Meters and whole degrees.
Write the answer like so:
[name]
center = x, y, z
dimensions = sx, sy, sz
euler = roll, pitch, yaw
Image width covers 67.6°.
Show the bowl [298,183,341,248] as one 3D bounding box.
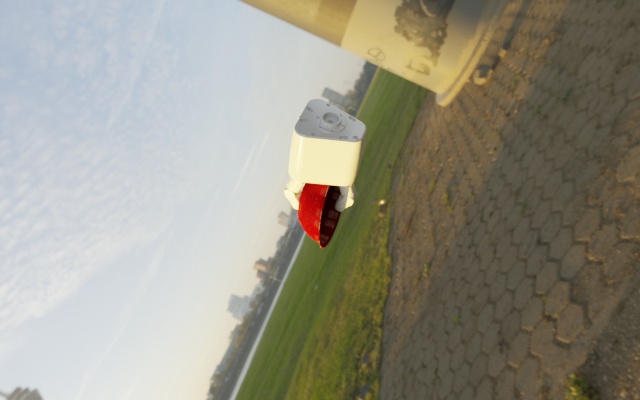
[bowl]
center = 0.000, 0.004, 0.877
dimensions = 0.055, 0.162, 0.162
euler = 13, 3, 14
